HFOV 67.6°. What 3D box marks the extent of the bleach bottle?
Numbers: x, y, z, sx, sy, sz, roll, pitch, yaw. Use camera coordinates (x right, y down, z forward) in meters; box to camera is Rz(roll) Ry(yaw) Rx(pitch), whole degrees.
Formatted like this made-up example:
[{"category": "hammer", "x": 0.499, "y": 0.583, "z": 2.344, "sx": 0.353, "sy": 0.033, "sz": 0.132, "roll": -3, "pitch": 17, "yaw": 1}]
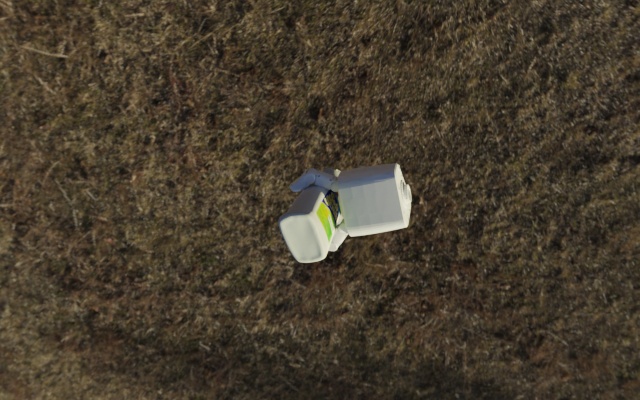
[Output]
[{"category": "bleach bottle", "x": 0.000, "y": 0.003, "z": 0.884, "sx": 0.068, "sy": 0.103, "sz": 0.250, "roll": -11, "pitch": 27, "yaw": 21}]
